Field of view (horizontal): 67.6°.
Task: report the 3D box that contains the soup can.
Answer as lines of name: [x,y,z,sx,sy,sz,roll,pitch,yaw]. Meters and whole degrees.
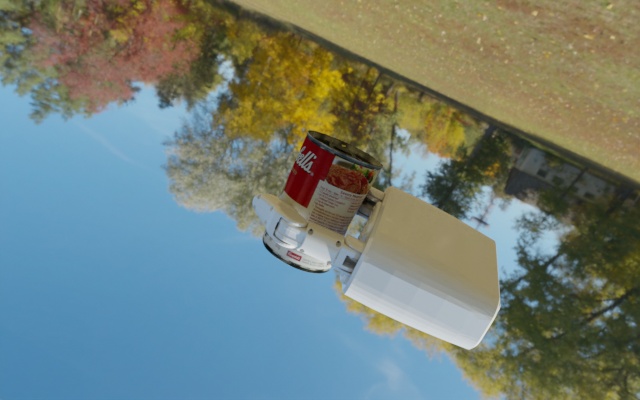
soup can: [-0.001,0.001,0.404,0.068,0.102,0.068,23,15,-7]
